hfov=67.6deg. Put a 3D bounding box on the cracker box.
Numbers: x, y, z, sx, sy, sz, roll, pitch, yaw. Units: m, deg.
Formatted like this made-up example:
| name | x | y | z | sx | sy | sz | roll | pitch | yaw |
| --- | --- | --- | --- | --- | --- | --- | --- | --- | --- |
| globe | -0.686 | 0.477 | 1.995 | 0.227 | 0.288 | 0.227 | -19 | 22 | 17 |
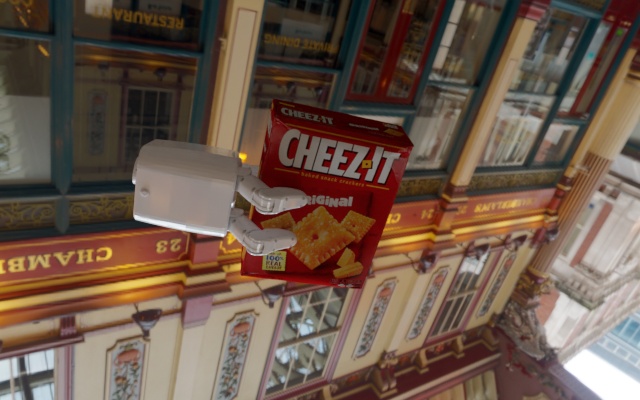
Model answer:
| name | x | y | z | sx | sy | sz | roll | pitch | yaw |
| --- | --- | --- | --- | --- | --- | --- | --- | --- | --- |
| cracker box | 0.000 | 0.002 | 0.587 | 0.164 | 0.214 | 0.072 | 10 | 27 | -13 |
